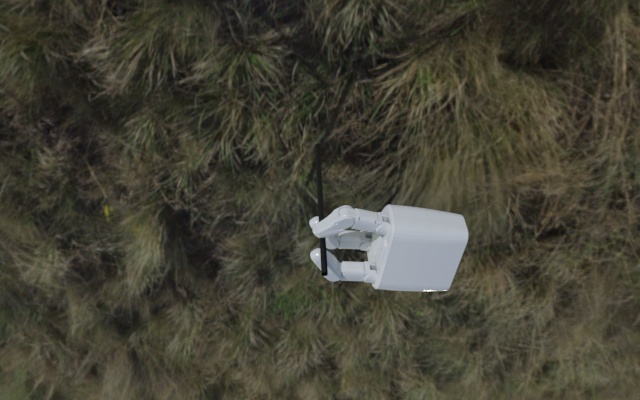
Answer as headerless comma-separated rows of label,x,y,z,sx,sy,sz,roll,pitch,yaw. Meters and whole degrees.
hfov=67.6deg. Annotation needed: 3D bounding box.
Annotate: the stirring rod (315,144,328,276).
stirring rod,0.000,0.002,0.663,0.011,0.239,0.011,-2,-43,-2
